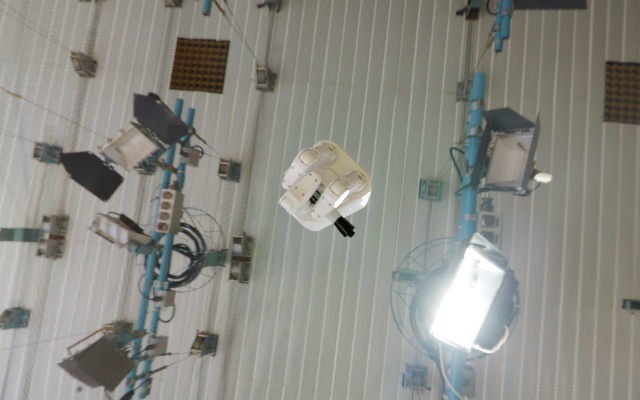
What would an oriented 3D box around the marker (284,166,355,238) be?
[{"bbox_3d":[0.000,0.002,0.617,0.020,0.121,0.020,-42,-12,-11],"label":"marker"}]
